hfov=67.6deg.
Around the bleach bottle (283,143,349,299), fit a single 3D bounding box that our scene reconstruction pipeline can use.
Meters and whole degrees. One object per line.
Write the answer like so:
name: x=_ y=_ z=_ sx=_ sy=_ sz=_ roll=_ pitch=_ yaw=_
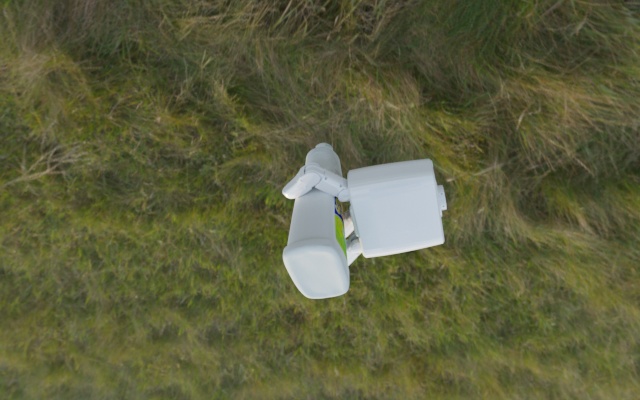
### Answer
bleach bottle: x=0.000 y=0.002 z=0.646 sx=0.068 sy=0.103 sz=0.250 roll=-10 pitch=43 yaw=11
